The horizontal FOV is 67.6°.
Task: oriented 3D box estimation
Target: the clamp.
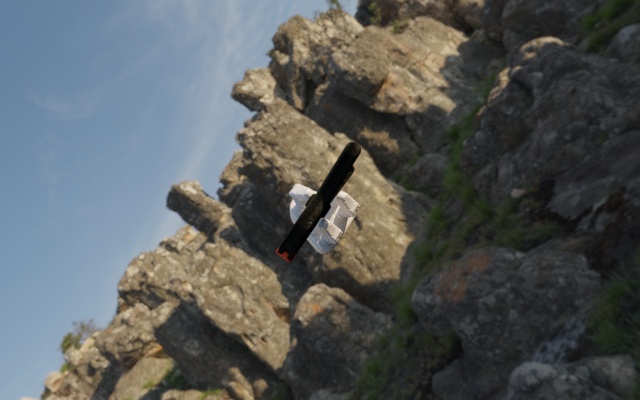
[{"bbox_3d":[-0.001,0.003,0.758,0.036,0.210,0.164,34,-13,5],"label":"clamp"}]
